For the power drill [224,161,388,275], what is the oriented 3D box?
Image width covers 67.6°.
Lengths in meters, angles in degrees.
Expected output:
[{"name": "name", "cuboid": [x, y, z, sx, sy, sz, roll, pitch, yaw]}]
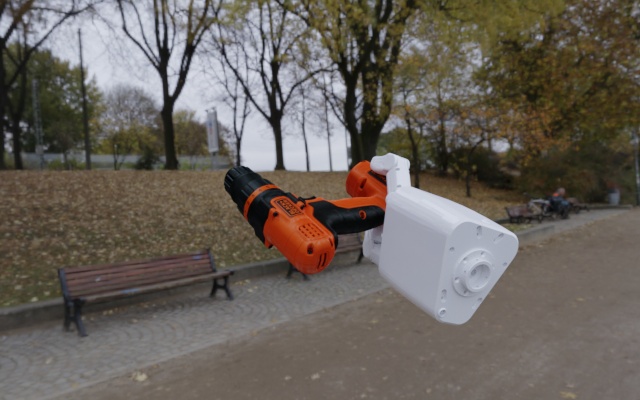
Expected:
[{"name": "power drill", "cuboid": [0.001, 0.002, 0.564, 0.187, 0.057, 0.184, -15, 41, -35]}]
